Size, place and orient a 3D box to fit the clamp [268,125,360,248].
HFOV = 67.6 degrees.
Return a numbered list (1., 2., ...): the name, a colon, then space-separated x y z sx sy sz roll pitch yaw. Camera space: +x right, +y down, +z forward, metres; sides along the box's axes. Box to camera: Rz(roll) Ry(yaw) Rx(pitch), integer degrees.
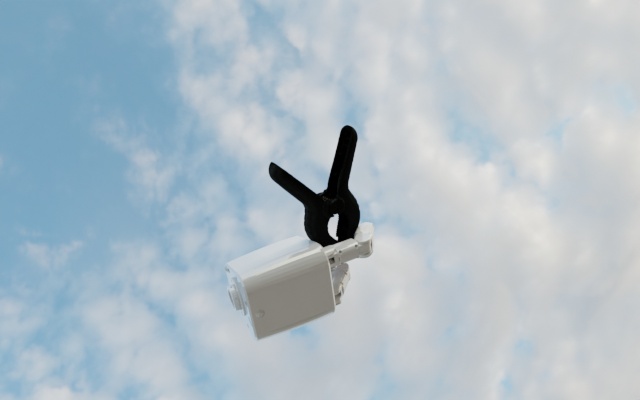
1. clamp: 0.000 0.002 0.590 0.120 0.171 0.039 -18 26 -20
